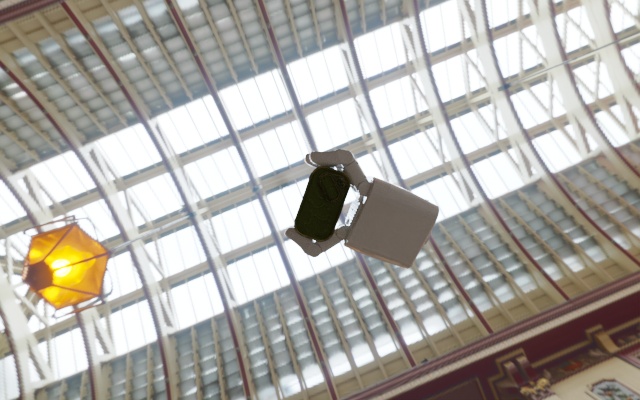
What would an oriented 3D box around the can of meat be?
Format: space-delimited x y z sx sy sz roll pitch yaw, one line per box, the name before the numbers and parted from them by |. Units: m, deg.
can of meat | 0.000 0.002 0.692 0.057 0.102 0.084 20 2 -4
